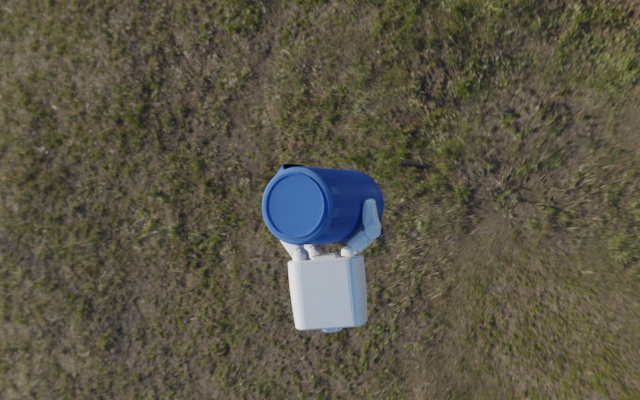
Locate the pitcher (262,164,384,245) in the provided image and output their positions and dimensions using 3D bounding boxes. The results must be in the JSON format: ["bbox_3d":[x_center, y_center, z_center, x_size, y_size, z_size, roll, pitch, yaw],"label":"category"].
[{"bbox_3d":[0.000,0.003,0.758,0.149,0.145,0.243,-5,-3,21],"label":"pitcher"}]
